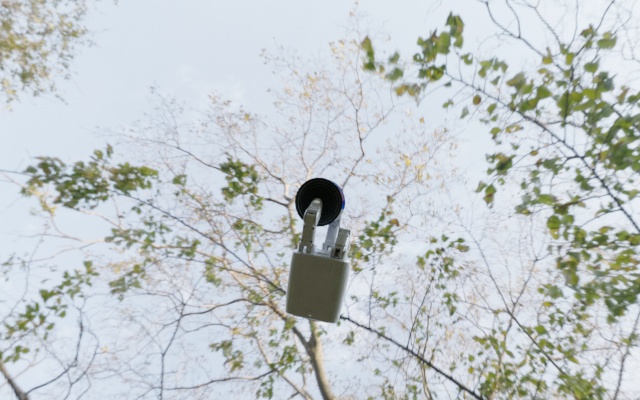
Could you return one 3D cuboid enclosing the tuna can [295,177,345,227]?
[{"bbox_3d":[0.000,0.003,0.843,0.086,0.086,0.034,0,1,14],"label":"tuna can"}]
